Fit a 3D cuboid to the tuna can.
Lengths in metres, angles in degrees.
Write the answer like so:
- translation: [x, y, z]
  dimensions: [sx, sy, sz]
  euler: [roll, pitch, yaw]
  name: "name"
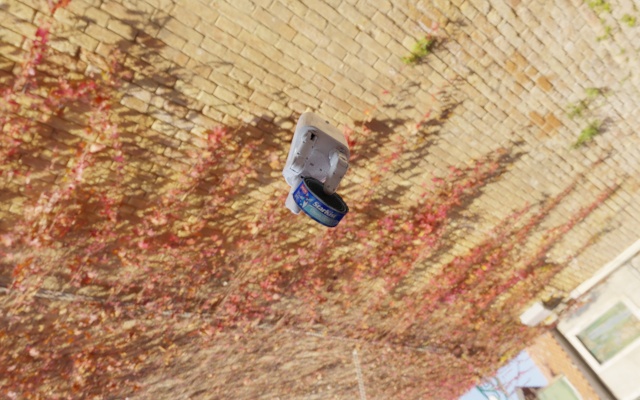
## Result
- translation: [0.000, 0.003, 0.729]
  dimensions: [0.086, 0.034, 0.086]
  euler: [34, 17, -12]
  name: "tuna can"
